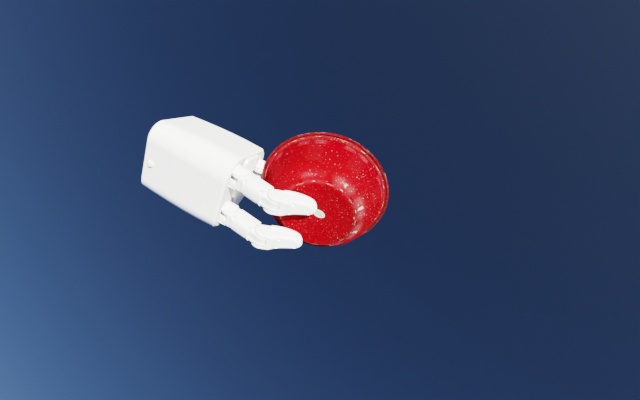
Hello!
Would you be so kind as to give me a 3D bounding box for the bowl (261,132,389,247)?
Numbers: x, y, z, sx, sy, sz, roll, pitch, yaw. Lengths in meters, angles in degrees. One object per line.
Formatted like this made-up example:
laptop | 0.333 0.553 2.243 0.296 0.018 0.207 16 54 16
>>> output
bowl | 0.001 0.002 0.577 0.162 0.162 0.055 0 34 11
